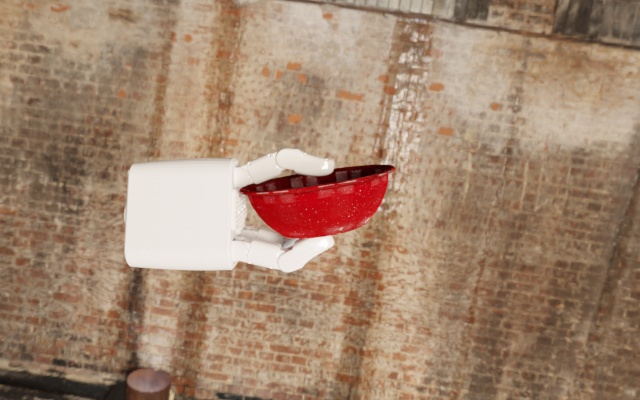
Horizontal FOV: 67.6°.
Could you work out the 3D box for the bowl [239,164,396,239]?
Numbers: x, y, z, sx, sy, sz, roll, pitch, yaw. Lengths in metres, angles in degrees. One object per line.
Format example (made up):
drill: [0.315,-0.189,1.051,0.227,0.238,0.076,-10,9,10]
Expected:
bowl: [0.001,0.002,0.495,0.162,0.055,0.162,-9,8,1]
